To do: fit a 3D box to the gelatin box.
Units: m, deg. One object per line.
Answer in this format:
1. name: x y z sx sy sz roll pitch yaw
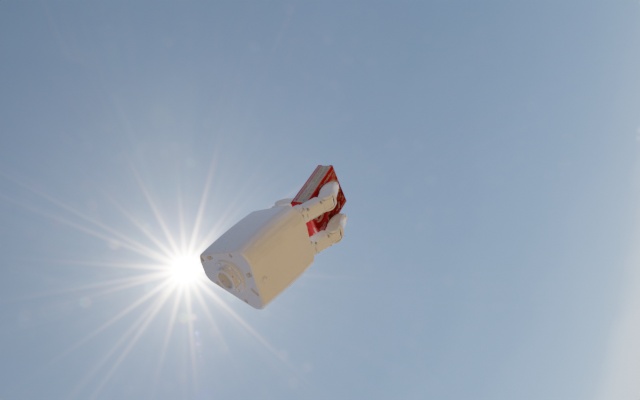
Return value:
1. gelatin box: 0.000 0.002 0.713 0.030 0.073 0.089 5 45 33
